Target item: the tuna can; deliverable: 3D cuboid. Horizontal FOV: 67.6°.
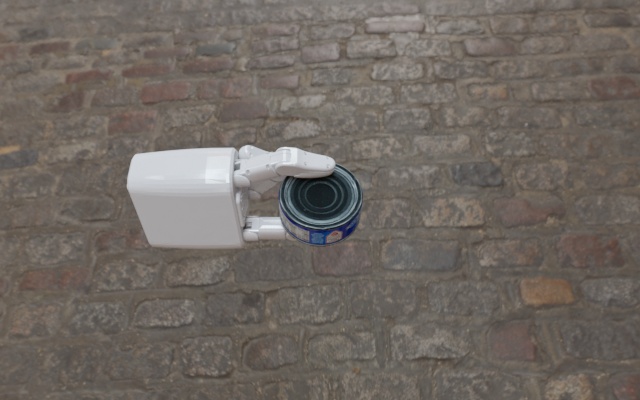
[{"bbox_3d":[0.000,0.001,0.486,0.086,0.086,0.034,0,-33,-2],"label":"tuna can"}]
